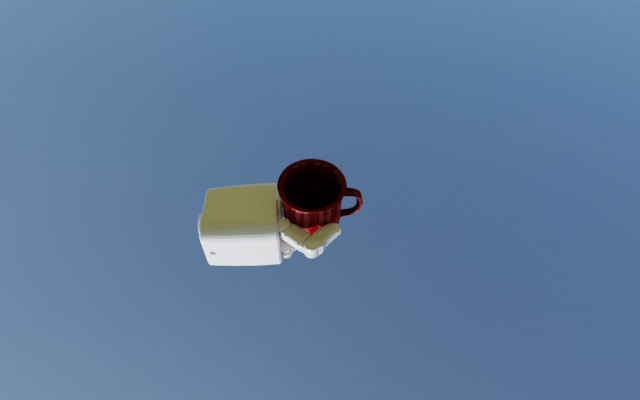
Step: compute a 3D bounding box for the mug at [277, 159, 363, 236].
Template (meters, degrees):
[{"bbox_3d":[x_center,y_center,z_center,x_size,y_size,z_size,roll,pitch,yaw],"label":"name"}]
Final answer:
[{"bbox_3d":[0.002,0.002,0.669,0.117,0.093,0.082,-2,-37,-2],"label":"mug"}]
